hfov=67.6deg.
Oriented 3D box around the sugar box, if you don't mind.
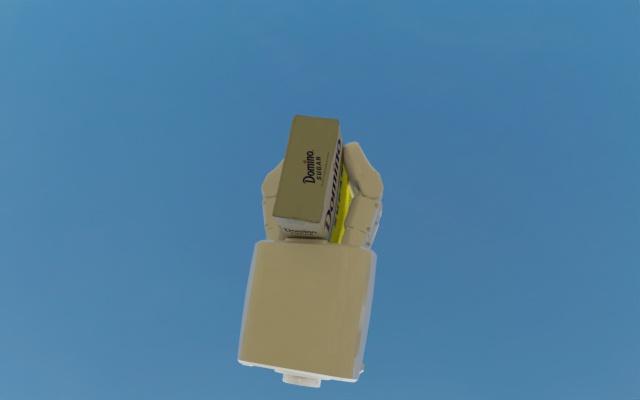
[{"bbox_3d":[0.001,0.002,0.461,0.048,0.093,0.176,8,-17,8],"label":"sugar box"}]
